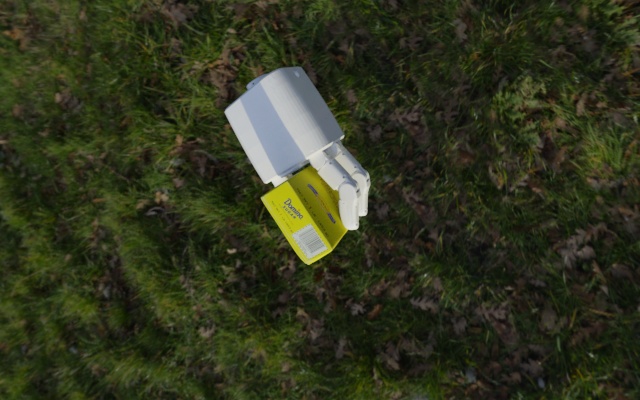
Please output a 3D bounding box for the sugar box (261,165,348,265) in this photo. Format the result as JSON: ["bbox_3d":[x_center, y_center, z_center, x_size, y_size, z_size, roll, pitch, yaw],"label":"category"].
[{"bbox_3d":[0.000,0.002,0.595,0.048,0.093,0.176,-30,5,25],"label":"sugar box"}]
